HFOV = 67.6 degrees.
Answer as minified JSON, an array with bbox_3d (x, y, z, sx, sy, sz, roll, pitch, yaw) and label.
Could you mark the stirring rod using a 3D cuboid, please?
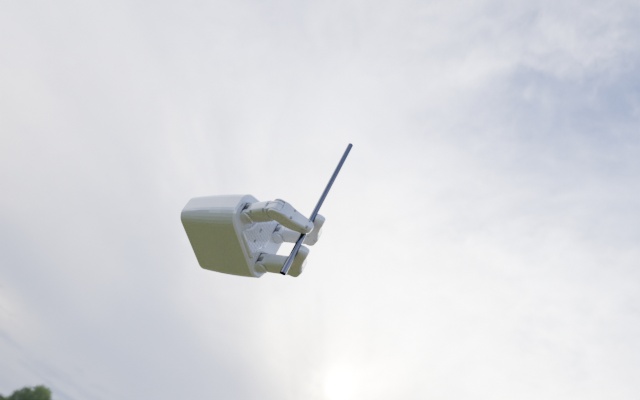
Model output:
[{"bbox_3d":[0.000,0.002,0.640,0.011,0.239,0.011,17,-38,14],"label":"stirring rod"}]
